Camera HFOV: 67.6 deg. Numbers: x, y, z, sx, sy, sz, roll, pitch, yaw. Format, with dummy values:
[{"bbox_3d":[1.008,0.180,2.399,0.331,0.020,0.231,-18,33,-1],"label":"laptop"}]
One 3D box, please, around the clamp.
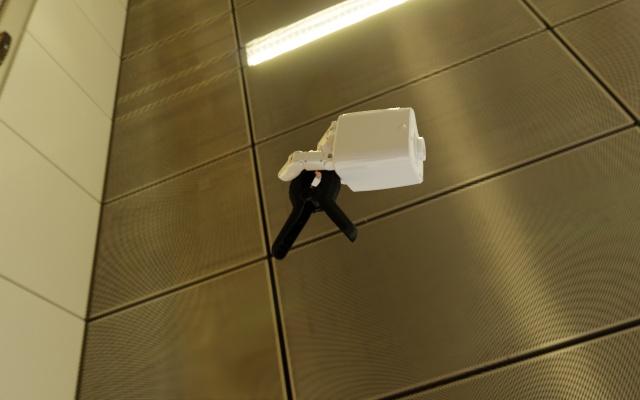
[{"bbox_3d":[0.000,0.002,0.663,0.120,0.171,0.039,-5,-36,20],"label":"clamp"}]
